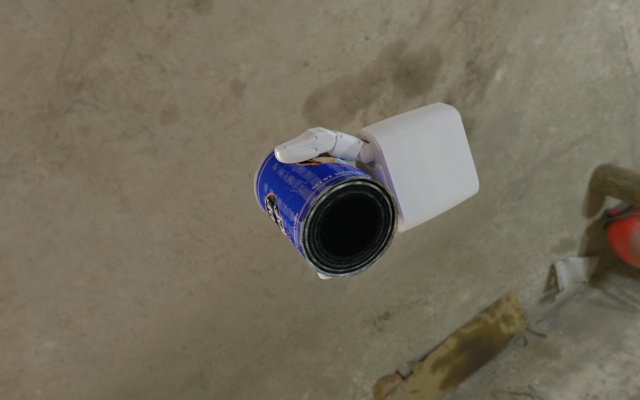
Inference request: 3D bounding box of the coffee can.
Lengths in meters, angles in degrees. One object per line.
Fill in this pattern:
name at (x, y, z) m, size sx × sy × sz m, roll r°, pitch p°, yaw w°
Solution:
coffee can at (0.000, 0.002, 0.498) m, size 0.103 × 0.103 × 0.140 m, roll 0°, pitch 21°, yaw -26°
